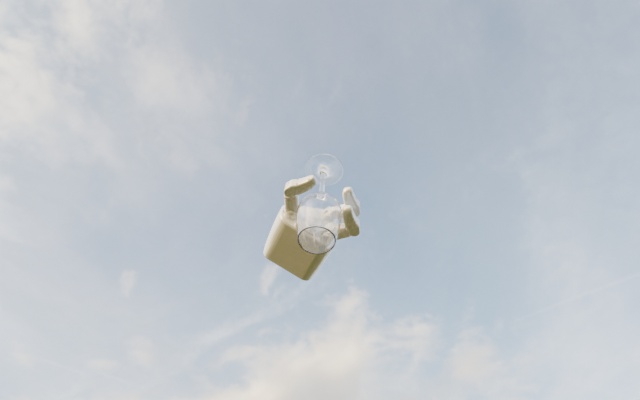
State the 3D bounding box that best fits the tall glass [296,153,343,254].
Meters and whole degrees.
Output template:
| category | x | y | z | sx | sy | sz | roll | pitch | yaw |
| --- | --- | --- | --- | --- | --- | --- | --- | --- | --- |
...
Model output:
| category | x | y | z | sx | sy | sz | roll | pitch | yaw |
| --- | --- | --- | --- | --- | --- | --- | --- | --- | --- |
| tall glass | 0.000 | 0.002 | 0.839 | 0.079 | 0.079 | 0.201 | 0 | 38 | 5 |
